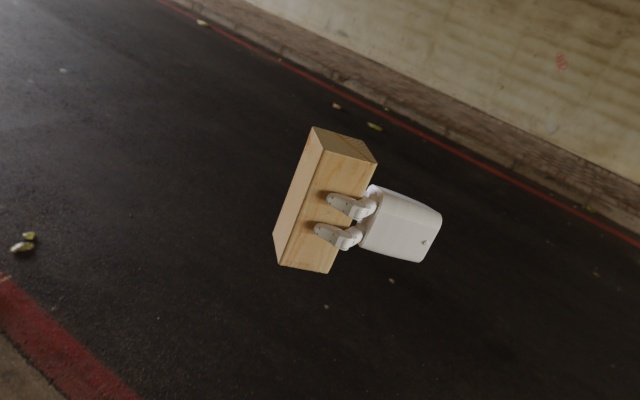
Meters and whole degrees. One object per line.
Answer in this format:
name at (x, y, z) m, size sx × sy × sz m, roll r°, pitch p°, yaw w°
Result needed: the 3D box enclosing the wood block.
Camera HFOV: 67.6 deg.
wood block at (0.000, 0.002, 0.758) m, size 0.090 × 0.206 × 0.090 m, roll 13°, pitch 26°, yaw -19°
